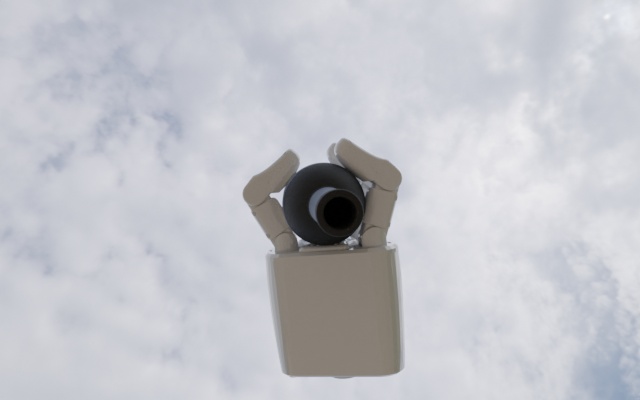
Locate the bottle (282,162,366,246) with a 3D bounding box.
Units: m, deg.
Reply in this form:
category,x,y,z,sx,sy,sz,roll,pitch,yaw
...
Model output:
category,x,y,z,sx,sy,sz,roll,pitch,yaw
bottle,0.000,0.001,0.417,0.069,0.069,0.295,0,2,-4
